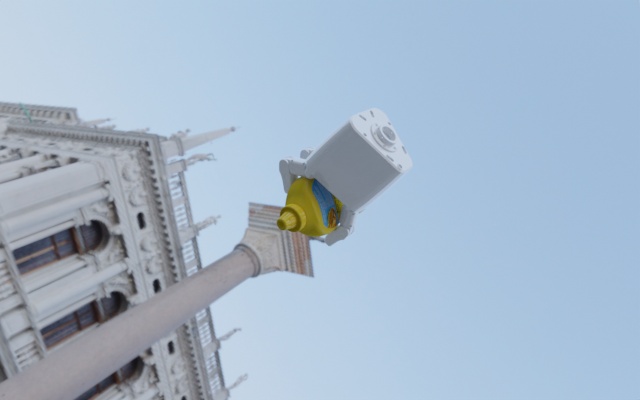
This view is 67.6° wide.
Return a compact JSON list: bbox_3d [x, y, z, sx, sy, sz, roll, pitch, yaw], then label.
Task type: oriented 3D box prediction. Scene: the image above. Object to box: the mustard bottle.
[{"bbox_3d":[0.000,0.002,0.739,0.058,0.096,0.191,-9,13,39],"label":"mustard bottle"}]
